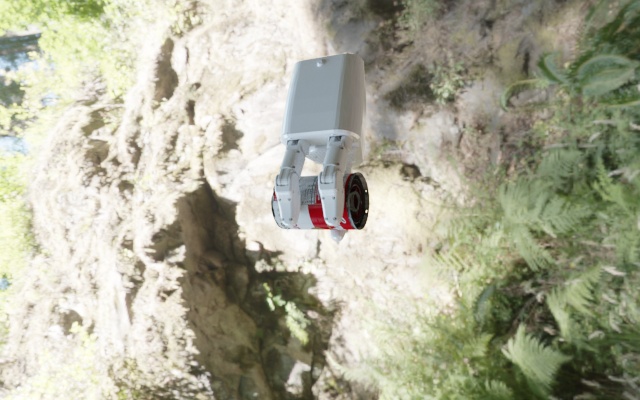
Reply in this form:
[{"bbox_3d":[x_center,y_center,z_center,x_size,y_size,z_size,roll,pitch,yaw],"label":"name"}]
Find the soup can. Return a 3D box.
[{"bbox_3d":[0.000,0.002,0.575,0.102,0.068,0.068,-1,-1,25],"label":"soup can"}]
